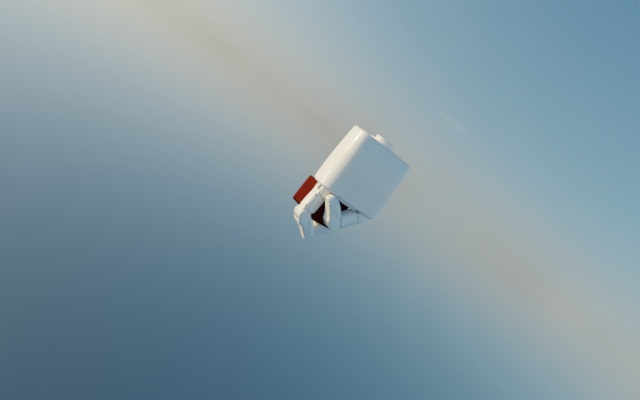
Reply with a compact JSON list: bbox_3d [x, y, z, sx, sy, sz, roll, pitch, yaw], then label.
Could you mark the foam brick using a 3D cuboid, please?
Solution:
[{"bbox_3d":[0.000,0.003,0.801,0.053,0.051,0.078,31,9,-37],"label":"foam brick"}]
